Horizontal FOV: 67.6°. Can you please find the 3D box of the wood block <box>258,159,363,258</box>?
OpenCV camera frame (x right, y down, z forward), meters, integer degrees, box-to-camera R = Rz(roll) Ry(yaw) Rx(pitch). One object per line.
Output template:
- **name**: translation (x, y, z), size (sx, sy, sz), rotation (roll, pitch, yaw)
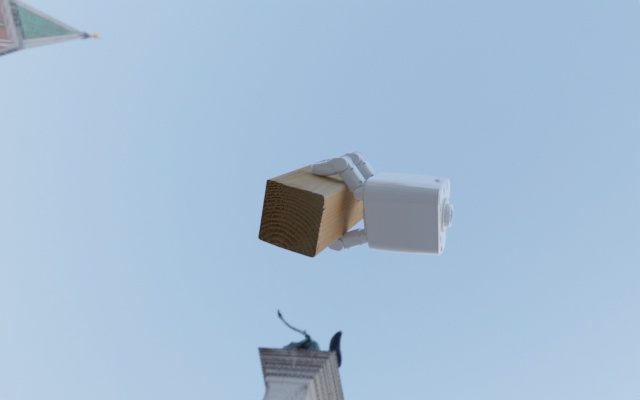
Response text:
- **wood block**: translation (0.000, 0.003, 0.724), size (0.090, 0.091, 0.206), rotation (16, 18, 20)
